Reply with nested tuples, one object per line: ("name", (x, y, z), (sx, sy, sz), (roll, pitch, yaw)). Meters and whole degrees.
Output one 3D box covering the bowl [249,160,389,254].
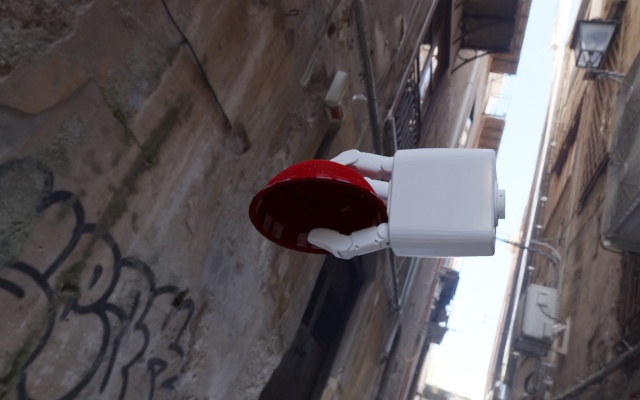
("bowl", (-0.001, 0.001, 0.560), (0.162, 0.055, 0.162), (2, -35, 2))
